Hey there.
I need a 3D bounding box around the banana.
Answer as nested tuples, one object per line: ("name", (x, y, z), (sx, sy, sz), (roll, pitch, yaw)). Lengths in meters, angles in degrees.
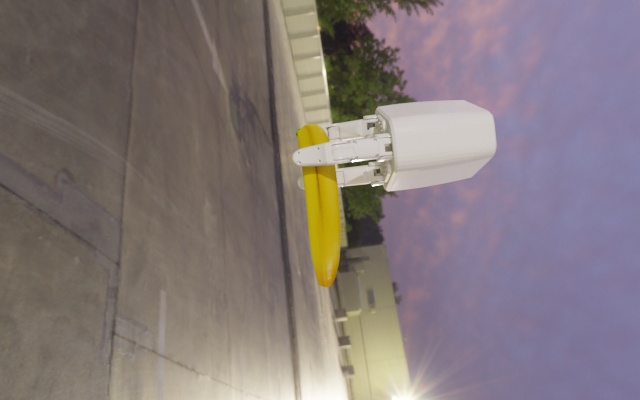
("banana", (0.000, -0.008, 0.522), (0.037, 0.197, 0.070), (-6, -21, -4))
